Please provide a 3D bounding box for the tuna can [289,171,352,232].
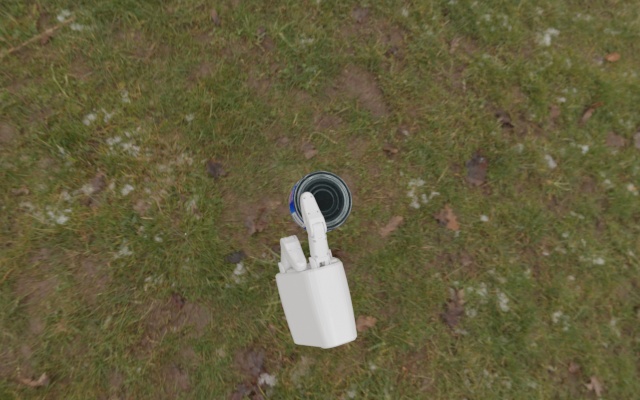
[{"bbox_3d":[0.000,0.002,0.671,0.086,0.086,0.034,0,-9,-15],"label":"tuna can"}]
